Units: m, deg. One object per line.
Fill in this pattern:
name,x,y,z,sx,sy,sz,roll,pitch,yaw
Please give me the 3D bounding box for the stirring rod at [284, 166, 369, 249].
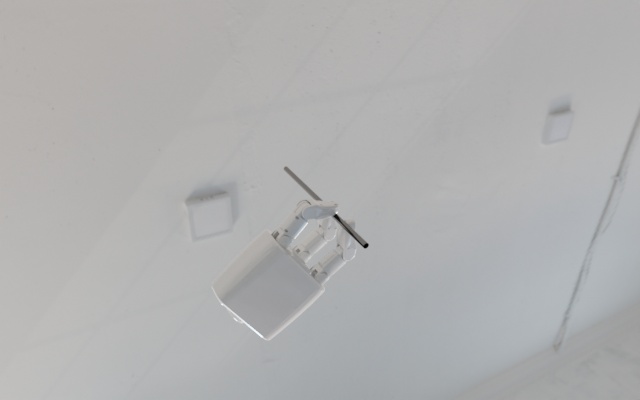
stirring rod,0.000,0.002,0.680,0.011,0.011,0.239,0,27,-32
